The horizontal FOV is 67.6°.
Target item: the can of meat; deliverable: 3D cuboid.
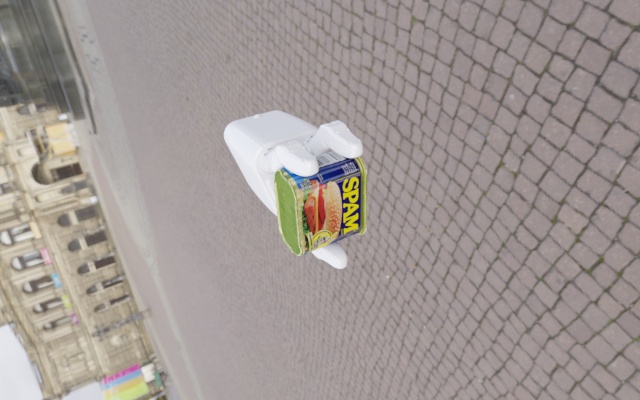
[{"bbox_3d":[0.000,0.002,0.511,0.084,0.102,0.057,-20,37,-24],"label":"can of meat"}]
